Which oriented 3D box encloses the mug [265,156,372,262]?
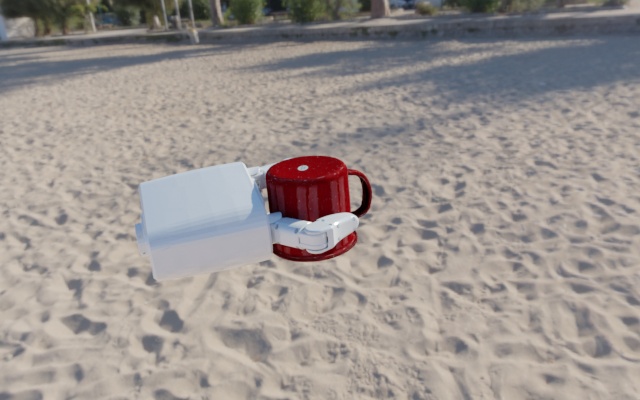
[{"bbox_3d":[0.001,0.001,0.485,0.117,0.081,0.093,-13,23,-19],"label":"mug"}]
